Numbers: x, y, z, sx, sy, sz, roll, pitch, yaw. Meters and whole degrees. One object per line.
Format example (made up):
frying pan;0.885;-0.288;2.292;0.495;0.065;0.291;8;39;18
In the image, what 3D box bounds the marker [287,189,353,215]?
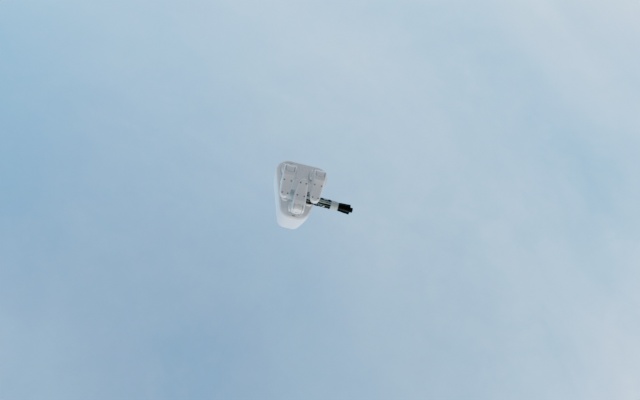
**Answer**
marker;0.000;0.003;0.863;0.121;0.020;0.020;15;-2;-7
